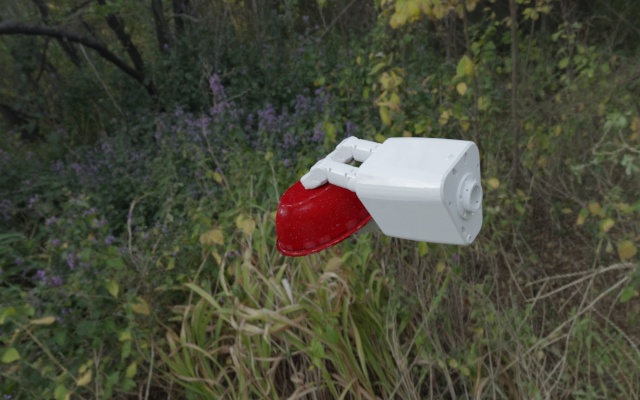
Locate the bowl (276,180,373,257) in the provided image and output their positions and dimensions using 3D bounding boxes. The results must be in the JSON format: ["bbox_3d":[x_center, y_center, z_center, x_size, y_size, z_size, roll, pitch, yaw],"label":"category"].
[{"bbox_3d":[-0.001,0.002,0.623,0.162,0.055,0.162,-26,20,11],"label":"bowl"}]
